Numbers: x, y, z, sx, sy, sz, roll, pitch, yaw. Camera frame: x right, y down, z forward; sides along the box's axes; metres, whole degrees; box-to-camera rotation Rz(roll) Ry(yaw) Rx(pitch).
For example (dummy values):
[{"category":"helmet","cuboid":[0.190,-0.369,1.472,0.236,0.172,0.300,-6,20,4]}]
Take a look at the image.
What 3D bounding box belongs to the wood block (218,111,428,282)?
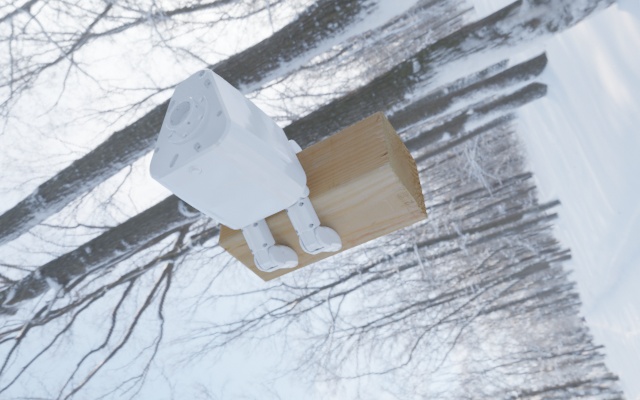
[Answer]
[{"category":"wood block","cuboid":[0.000,0.001,0.527,0.206,0.090,0.090,-24,-48,23]}]
